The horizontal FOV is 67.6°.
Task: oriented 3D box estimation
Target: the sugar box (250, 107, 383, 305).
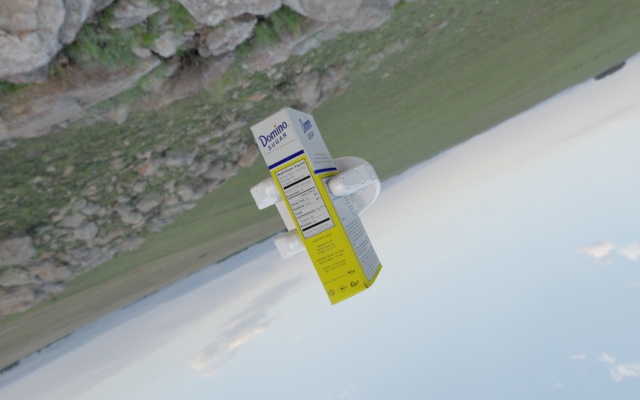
[{"bbox_3d":[0.000,0.002,0.458,0.048,0.176,0.093,-28,-2,14],"label":"sugar box"}]
